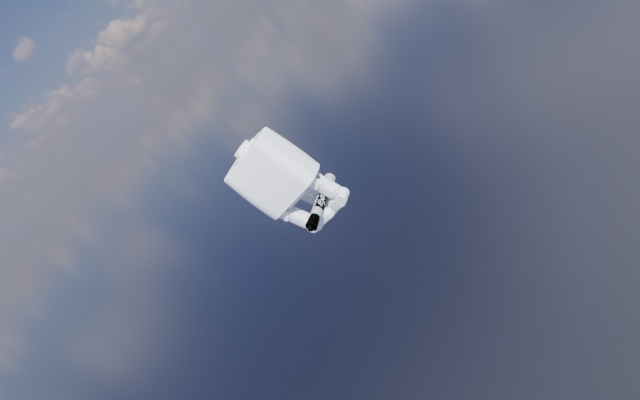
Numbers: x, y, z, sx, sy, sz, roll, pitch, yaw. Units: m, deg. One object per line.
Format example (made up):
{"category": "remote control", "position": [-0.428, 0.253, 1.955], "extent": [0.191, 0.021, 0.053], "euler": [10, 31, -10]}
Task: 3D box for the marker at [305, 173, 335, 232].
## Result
{"category": "marker", "position": [0.000, 0.002, 0.752], "extent": [0.020, 0.020, 0.121], "euler": [0, 43, 21]}
